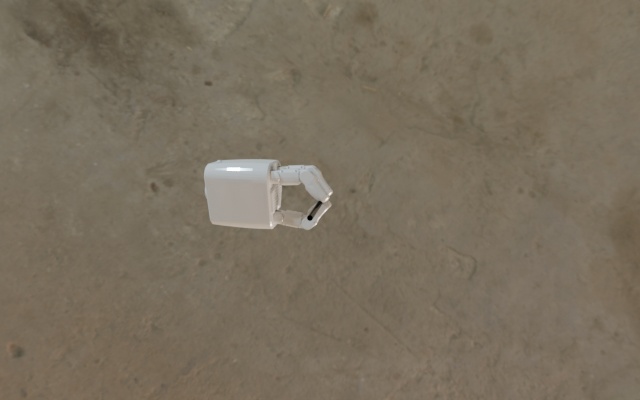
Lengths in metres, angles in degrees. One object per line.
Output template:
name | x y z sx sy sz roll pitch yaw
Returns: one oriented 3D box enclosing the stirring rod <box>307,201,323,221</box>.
stirring rod | 0.000 0.002 0.753 0.011 0.011 0.239 0 10 7
